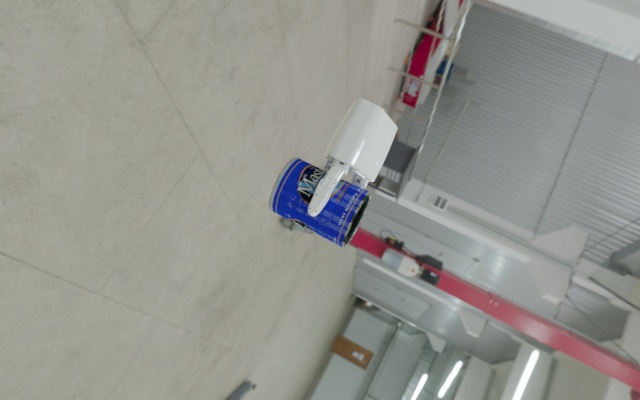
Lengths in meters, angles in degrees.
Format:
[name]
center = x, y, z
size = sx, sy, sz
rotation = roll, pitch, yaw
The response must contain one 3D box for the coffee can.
[coffee can]
center = 0.000, 0.003, 0.794
size = 0.140, 0.103, 0.103
rotation = 26, 6, 12
